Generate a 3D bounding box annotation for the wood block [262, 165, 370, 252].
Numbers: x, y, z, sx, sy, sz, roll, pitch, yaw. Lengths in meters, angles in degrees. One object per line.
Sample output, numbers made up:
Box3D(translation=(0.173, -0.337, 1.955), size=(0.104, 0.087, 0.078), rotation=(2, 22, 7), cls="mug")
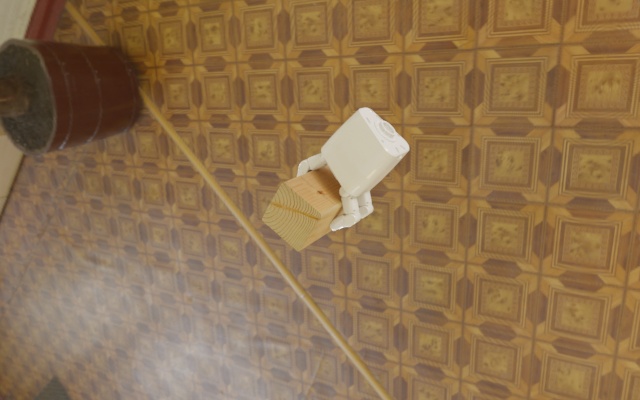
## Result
Box3D(translation=(0.000, 0.002, 0.881), size=(0.091, 0.090, 0.206), rotation=(40, 30, 15), cls="wood block")
